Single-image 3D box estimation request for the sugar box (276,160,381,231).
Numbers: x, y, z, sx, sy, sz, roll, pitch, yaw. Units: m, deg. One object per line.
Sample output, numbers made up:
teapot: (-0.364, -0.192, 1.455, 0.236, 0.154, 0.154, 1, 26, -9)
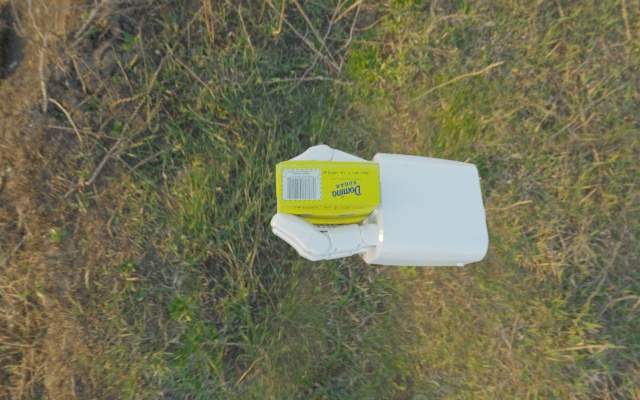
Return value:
sugar box: (0.000, 0.002, 0.502, 0.093, 0.048, 0.176, 1, -13, -4)
